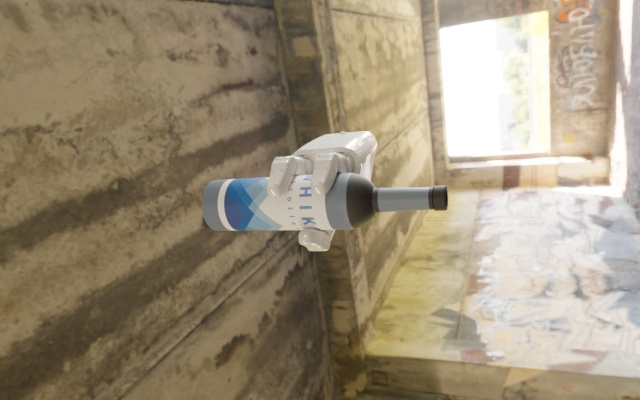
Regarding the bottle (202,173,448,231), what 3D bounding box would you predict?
[{"bbox_3d":[0.000,0.002,0.572,0.296,0.069,0.069,-2,-1,22],"label":"bottle"}]
